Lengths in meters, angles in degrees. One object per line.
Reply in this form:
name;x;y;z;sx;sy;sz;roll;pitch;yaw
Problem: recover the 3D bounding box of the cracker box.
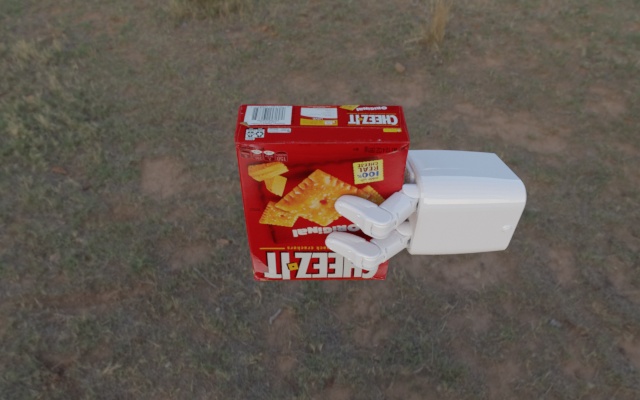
cracker box;0.000;0.001;0.524;0.164;0.214;0.072;0;44;-1
